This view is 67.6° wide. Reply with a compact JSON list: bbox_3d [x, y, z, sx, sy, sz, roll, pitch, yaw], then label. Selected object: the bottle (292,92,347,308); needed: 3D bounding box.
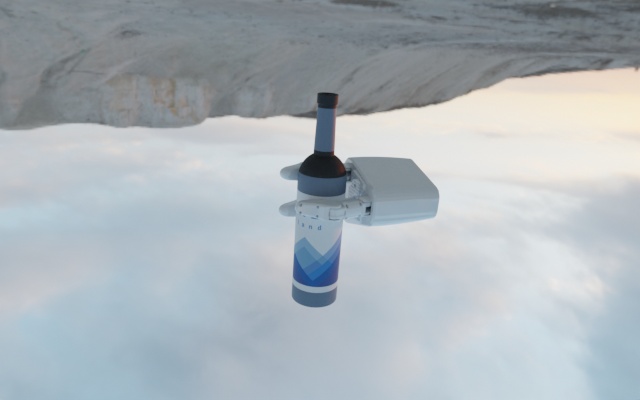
[{"bbox_3d":[0.000,0.002,0.658,0.069,0.296,0.069,4,19,-1],"label":"bottle"}]
